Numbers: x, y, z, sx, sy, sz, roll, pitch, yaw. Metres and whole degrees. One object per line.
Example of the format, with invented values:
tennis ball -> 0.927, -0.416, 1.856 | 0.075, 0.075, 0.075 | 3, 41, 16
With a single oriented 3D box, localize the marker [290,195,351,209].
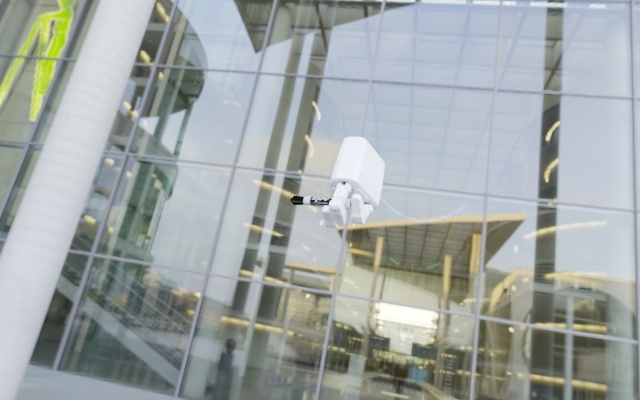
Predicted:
marker -> 0.000, 0.003, 0.900 | 0.121, 0.020, 0.020 | 4, 1, 20
